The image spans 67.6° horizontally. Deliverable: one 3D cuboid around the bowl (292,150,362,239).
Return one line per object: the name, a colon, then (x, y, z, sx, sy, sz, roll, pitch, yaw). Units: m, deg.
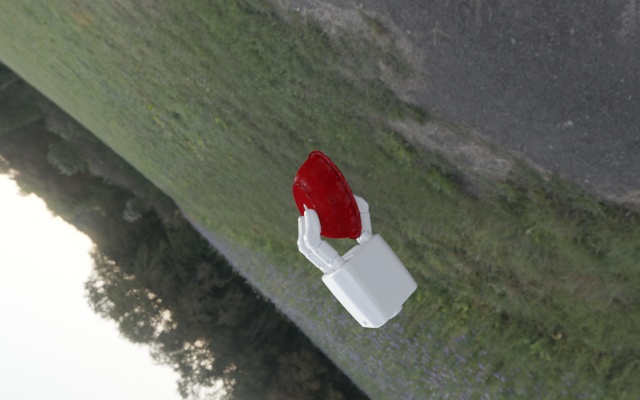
bowl: (-0.001, 0.002, 0.776, 0.055, 0.162, 0.162, -27, 8, -17)
